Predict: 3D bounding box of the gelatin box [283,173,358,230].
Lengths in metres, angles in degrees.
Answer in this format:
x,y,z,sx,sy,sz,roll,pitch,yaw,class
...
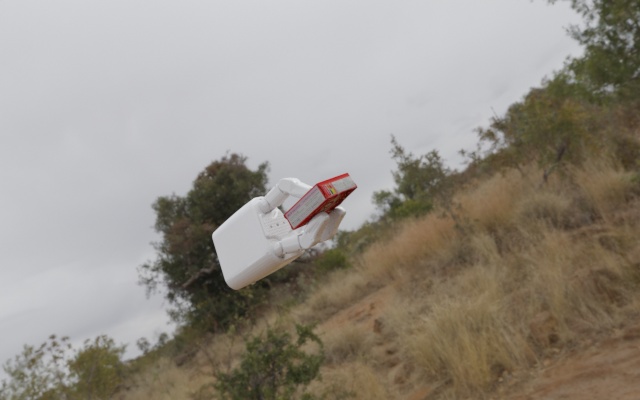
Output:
x,y,z,sx,sy,sz,roll,pitch,yaw,class
0.000,0.002,0.683,0.073,0.030,0.089,-21,-17,-49,gelatin box
